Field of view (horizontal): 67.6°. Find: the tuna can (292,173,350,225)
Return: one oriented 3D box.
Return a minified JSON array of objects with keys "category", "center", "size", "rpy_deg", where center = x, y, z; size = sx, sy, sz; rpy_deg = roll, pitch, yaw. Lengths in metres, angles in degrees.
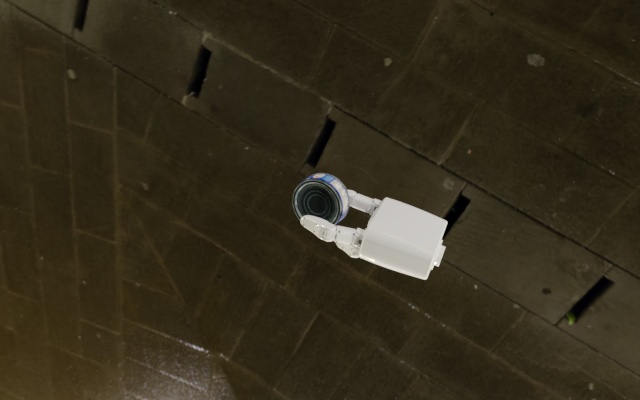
[{"category":"tuna can","center":[0.000,0.003,0.742],"size":[0.086,0.086,0.033],"rpy_deg":[0,18,26]}]
